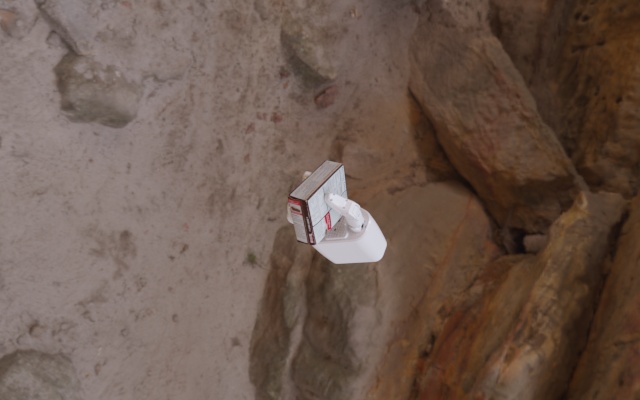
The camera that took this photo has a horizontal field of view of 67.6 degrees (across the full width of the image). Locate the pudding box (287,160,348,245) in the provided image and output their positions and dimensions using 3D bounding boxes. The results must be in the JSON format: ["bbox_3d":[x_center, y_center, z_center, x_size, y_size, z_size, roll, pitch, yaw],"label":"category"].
[{"bbox_3d":[0.000,0.003,0.750,0.039,0.090,0.113,12,40,30],"label":"pudding box"}]
